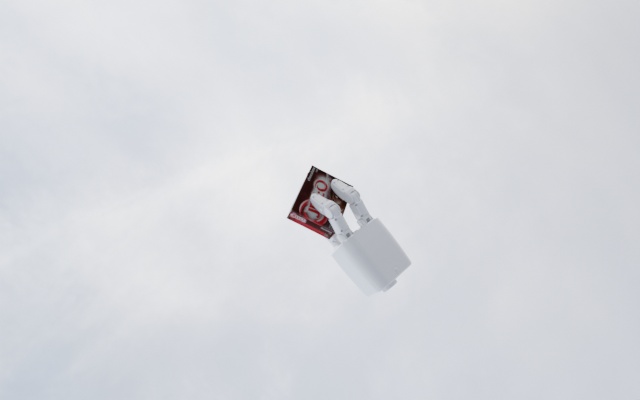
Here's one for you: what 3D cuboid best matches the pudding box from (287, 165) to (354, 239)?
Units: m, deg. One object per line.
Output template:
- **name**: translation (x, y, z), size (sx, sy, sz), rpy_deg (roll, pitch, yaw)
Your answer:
- **pudding box**: translation (0.000, 0.003, 0.877), size (0.090, 0.113, 0.039), rpy_deg (27, -36, -7)
